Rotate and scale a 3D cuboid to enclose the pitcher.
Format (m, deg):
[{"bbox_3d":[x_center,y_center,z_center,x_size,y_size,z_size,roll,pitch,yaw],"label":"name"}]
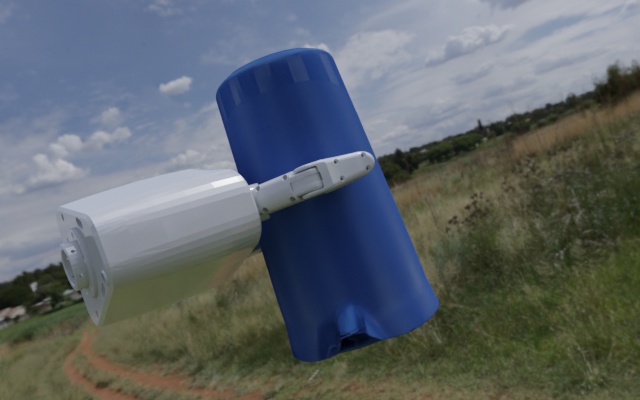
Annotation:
[{"bbox_3d":[0.000,0.001,0.424,0.145,0.243,0.149,-20,0,-36],"label":"pitcher"}]
